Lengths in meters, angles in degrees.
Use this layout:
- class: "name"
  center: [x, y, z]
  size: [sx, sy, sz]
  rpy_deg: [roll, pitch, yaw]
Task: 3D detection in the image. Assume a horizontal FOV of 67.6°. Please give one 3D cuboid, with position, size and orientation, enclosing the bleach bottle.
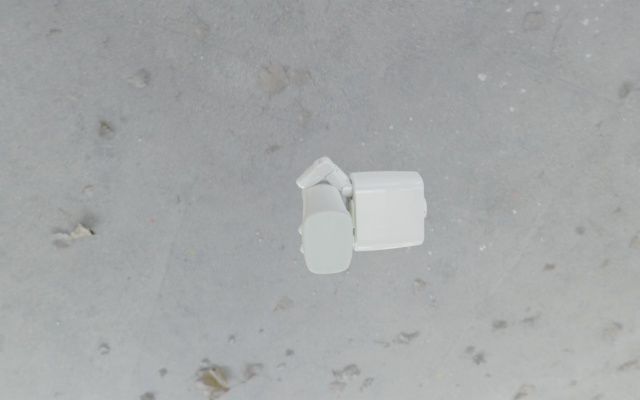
- class: "bleach bottle"
  center: [0.000, 0.003, 0.740]
  size: [0.068, 0.103, 0.250]
  rpy_deg: [-3, 28, -4]
